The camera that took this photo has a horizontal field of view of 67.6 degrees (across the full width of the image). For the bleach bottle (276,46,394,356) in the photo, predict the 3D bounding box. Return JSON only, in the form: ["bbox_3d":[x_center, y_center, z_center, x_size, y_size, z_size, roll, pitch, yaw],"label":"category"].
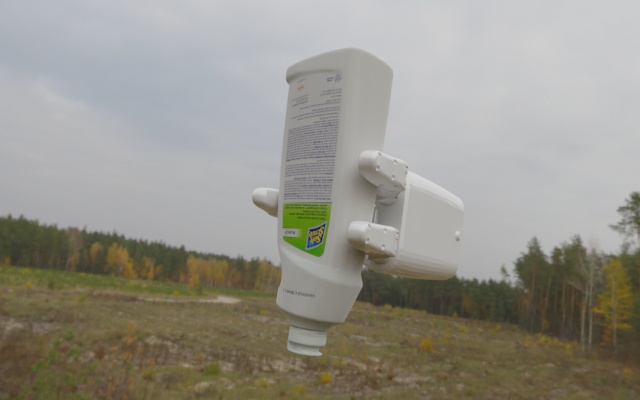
[{"bbox_3d":[0.000,0.001,0.414,0.068,0.250,0.102,17,-12,-41],"label":"bleach bottle"}]
